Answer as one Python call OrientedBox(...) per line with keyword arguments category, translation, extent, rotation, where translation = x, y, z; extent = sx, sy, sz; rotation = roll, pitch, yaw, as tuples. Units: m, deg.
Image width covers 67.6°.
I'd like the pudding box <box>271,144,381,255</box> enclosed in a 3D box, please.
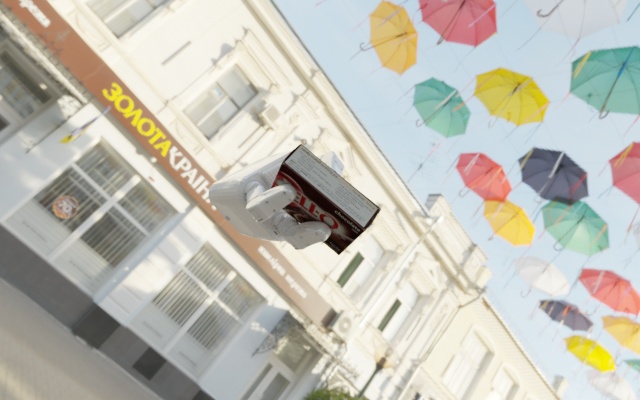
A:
OrientedBox(category="pudding box", translation=(0.000, 0.002, 0.527), extent=(0.113, 0.039, 0.090), rotation=(37, -27, 2))
